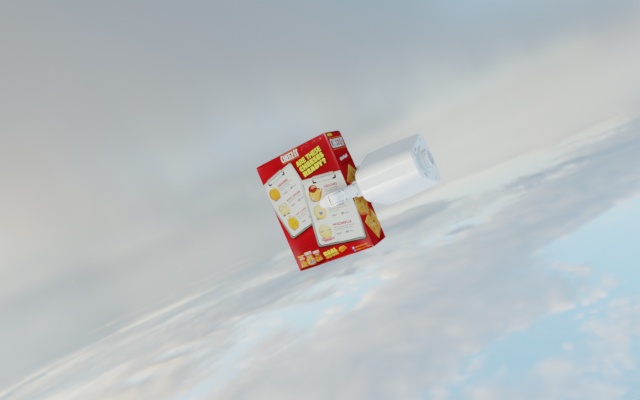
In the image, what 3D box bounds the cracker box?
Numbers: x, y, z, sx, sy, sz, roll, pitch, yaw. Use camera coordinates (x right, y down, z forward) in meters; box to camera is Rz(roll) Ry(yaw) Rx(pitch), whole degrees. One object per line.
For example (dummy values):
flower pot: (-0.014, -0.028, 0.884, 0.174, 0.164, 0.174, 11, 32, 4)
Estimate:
cracker box: (0.000, 0.003, 0.876, 0.164, 0.213, 0.072, -23, 0, 30)
